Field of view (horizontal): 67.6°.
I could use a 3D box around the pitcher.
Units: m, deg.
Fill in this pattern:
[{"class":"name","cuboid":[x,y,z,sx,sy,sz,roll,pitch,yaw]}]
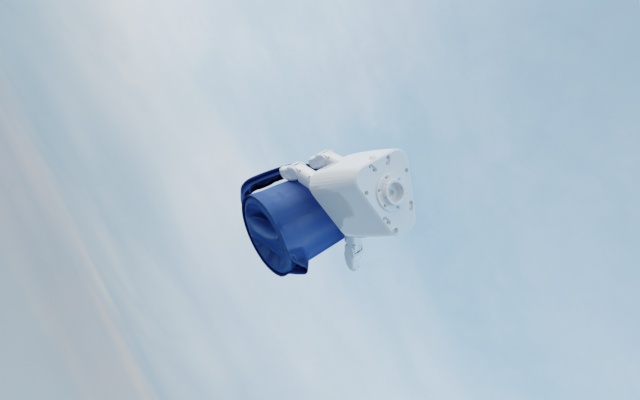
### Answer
[{"class":"pitcher","cuboid":[0.000,0.003,0.769,0.243,0.149,0.145,-26,12,-28]}]
